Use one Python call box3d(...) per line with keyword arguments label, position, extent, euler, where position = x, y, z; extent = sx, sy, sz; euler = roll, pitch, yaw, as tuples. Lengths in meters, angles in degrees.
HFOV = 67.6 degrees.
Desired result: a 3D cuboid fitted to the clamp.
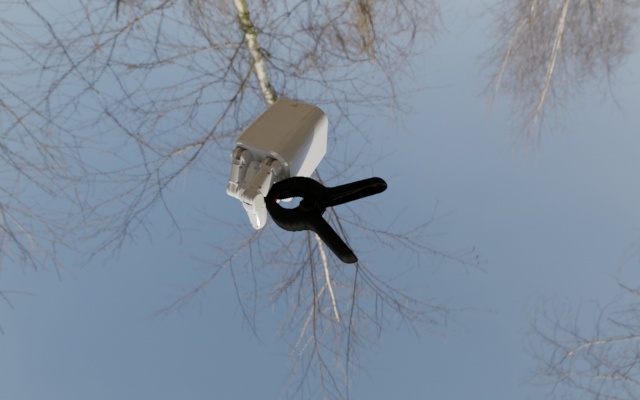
box3d(label="clamp", position=(0.000, 0.002, 0.621), extent=(0.171, 0.120, 0.039), euler=(23, -28, 27))
